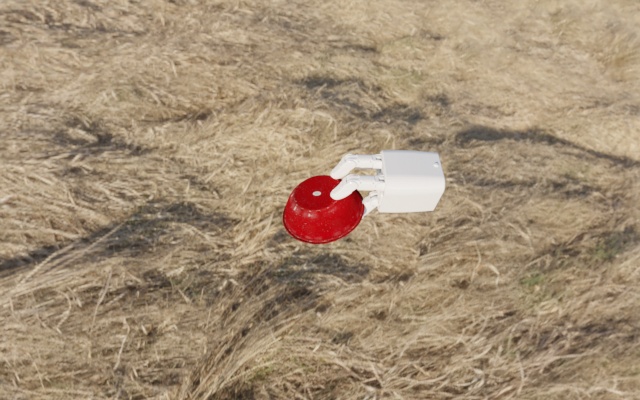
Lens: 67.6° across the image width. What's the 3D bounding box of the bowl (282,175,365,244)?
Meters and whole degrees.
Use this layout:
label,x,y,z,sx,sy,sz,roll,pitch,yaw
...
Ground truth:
label,x,y,z,sx,sy,sz,roll,pitch,yaw
bowl,-0.001,0.003,0.900,0.162,0.162,0.055,0,-42,16
